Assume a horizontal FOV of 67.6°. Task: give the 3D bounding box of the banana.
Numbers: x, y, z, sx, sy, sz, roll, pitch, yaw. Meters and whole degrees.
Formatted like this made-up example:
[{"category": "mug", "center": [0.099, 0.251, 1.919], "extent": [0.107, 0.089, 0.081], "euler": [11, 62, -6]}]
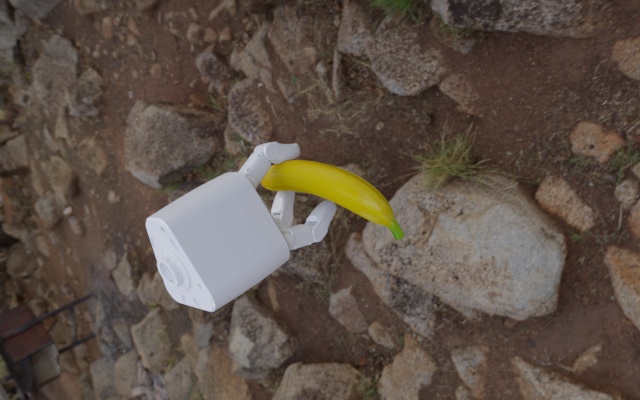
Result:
[{"category": "banana", "center": [0.002, -0.012, 0.540], "extent": [0.197, 0.070, 0.037], "euler": [23, 43, 29]}]
